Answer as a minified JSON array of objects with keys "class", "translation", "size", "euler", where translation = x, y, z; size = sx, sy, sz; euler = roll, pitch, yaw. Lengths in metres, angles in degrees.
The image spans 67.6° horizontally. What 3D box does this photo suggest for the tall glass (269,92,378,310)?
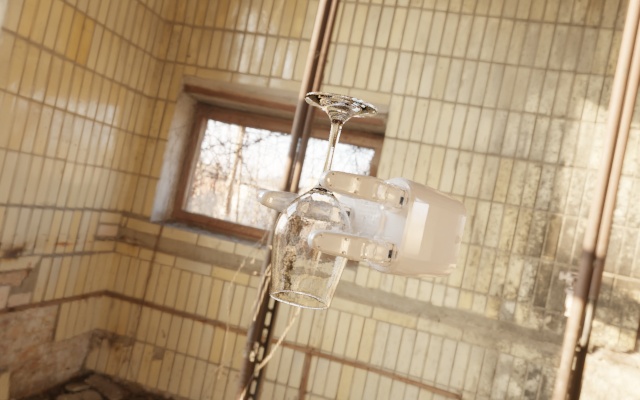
[{"class":"tall glass","translation":[0.000,0.001,0.473],"size":[0.079,0.201,0.079],"euler":[12,-2,0]}]
